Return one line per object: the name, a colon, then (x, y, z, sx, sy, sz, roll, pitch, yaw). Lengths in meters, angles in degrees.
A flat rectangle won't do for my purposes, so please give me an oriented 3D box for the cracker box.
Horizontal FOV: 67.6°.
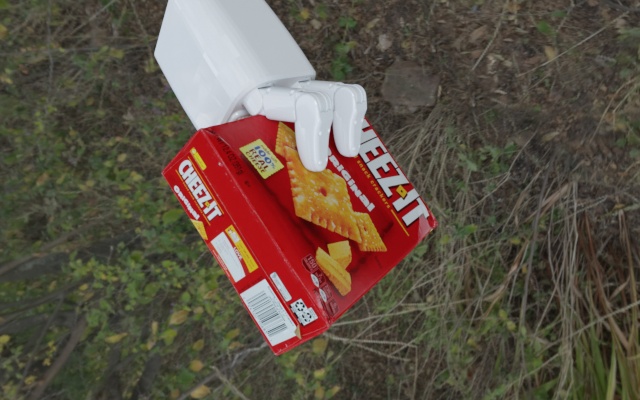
cracker box: (0.000, 0.001, 0.417, 0.072, 0.164, 0.213, -36, -5, 38)
